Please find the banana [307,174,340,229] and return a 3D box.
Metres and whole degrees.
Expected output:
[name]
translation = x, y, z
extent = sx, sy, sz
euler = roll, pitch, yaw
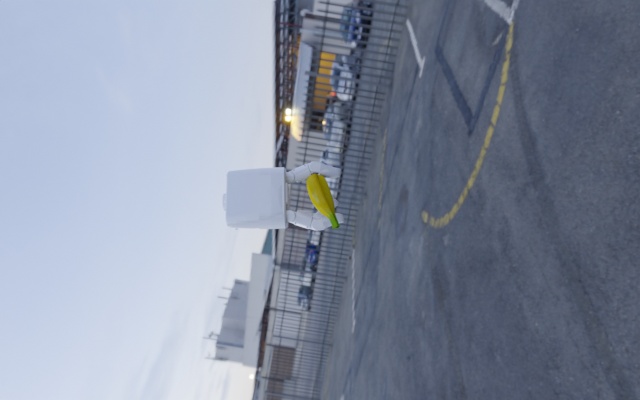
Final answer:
[banana]
translation = -0.003, -0.013, 0.847
extent = 0.037, 0.070, 0.197
euler = -13, 20, -2
